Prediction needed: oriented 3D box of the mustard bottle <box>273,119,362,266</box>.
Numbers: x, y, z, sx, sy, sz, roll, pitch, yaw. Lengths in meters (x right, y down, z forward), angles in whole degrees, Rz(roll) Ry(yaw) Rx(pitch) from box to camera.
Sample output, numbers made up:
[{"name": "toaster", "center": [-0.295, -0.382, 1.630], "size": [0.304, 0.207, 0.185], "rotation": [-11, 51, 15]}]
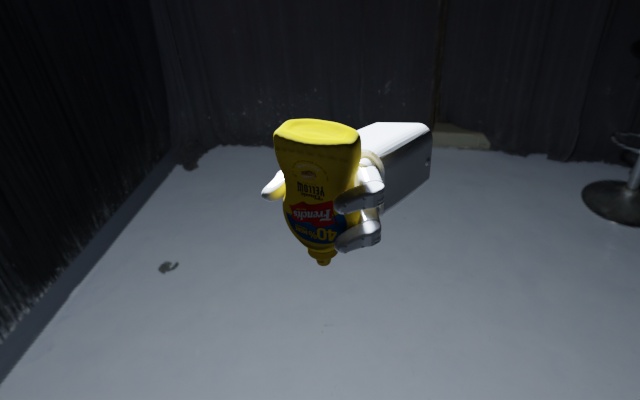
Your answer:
[{"name": "mustard bottle", "center": [0.000, 0.002, 0.569], "size": [0.096, 0.192, 0.058], "rotation": [11, 38, 20]}]
